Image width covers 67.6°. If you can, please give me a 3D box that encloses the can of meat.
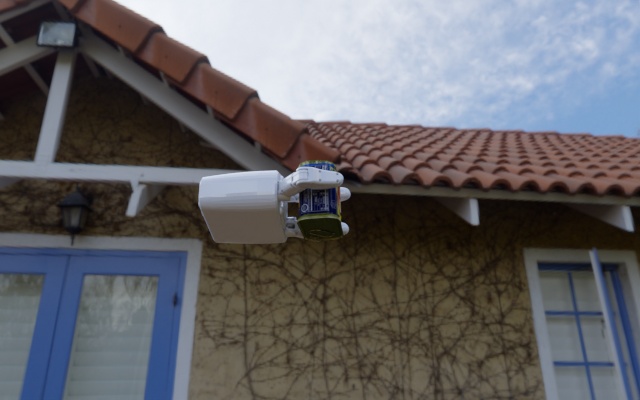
[{"bbox_3d":[0.000,0.002,0.661,0.057,0.084,0.102,-4,-22,5],"label":"can of meat"}]
